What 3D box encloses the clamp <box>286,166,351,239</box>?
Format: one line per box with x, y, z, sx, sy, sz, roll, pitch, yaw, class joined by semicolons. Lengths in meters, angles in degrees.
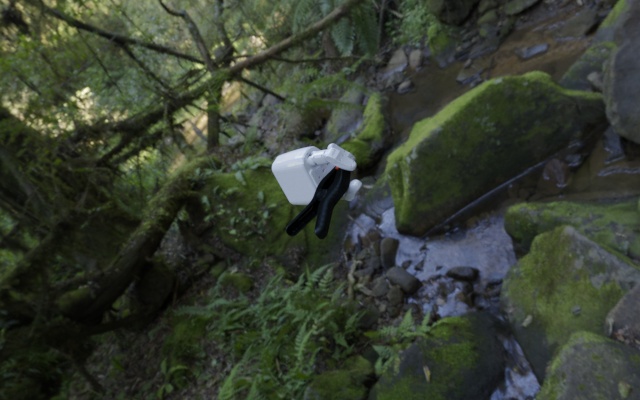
0.000;0.002;0.898;0.120;0.171;0.039;-6;-44;47;clamp
